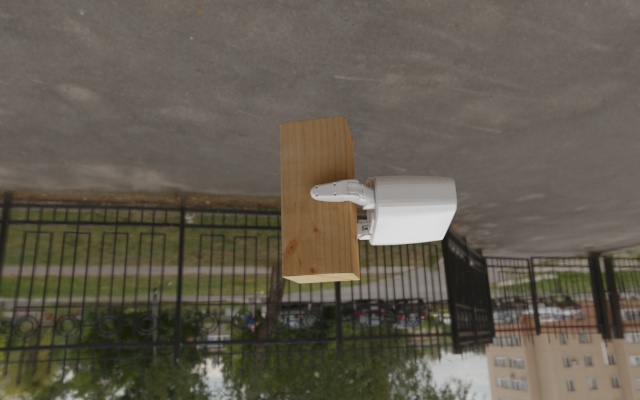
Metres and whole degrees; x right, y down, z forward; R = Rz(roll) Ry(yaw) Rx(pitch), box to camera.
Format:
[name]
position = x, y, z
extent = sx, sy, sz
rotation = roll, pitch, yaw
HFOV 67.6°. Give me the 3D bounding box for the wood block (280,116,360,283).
[wood block]
position = 0.000, 0.002, 0.646
extent = 0.090, 0.206, 0.091
rotation = -5, -15, 10
